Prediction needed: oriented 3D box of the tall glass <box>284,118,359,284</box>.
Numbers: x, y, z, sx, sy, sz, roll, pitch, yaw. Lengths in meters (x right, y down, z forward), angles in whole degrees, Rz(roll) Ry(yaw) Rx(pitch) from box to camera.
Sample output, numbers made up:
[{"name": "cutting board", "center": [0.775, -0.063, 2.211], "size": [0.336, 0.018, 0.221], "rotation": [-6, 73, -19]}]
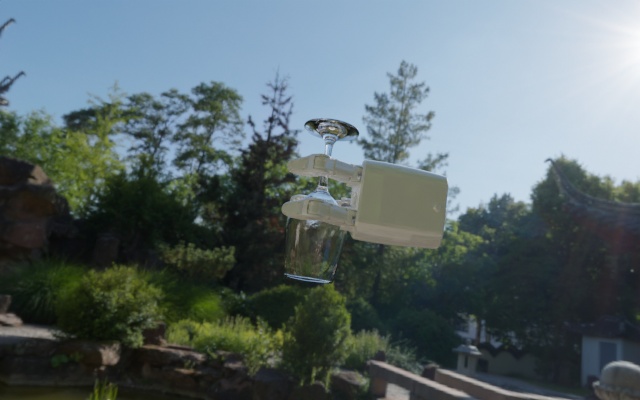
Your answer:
[{"name": "tall glass", "center": [0.000, 0.001, 0.612], "size": [0.079, 0.201, 0.079], "rotation": [9, -12, 2]}]
